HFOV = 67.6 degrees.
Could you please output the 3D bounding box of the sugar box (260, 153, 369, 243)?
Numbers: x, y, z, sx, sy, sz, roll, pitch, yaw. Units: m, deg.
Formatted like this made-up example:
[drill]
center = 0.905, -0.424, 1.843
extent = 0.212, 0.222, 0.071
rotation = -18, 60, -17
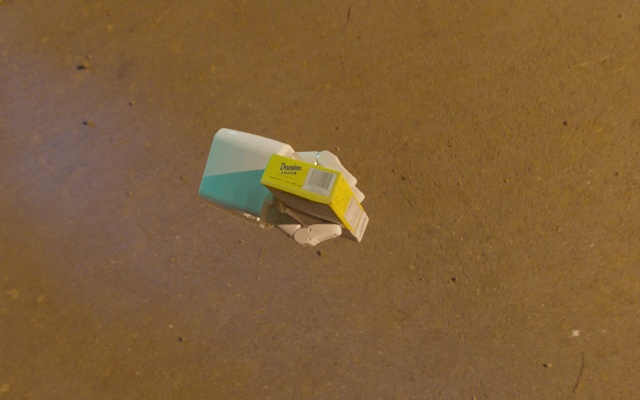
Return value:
[sugar box]
center = 0.000, 0.001, 0.617
extent = 0.093, 0.048, 0.176
rotation = 18, -11, 20
